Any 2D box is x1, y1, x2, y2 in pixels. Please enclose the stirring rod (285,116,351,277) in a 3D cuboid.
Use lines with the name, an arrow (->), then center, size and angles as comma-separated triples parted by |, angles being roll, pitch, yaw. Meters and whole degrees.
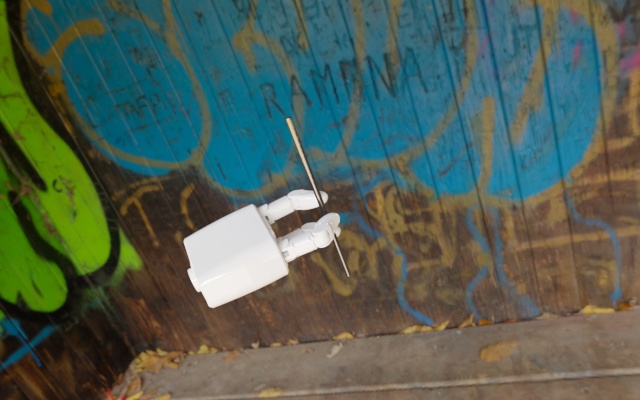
stirring rod -> 0.000, 0.002, 0.632 | 0.011, 0.240, 0.011 | -18, 23, 8
